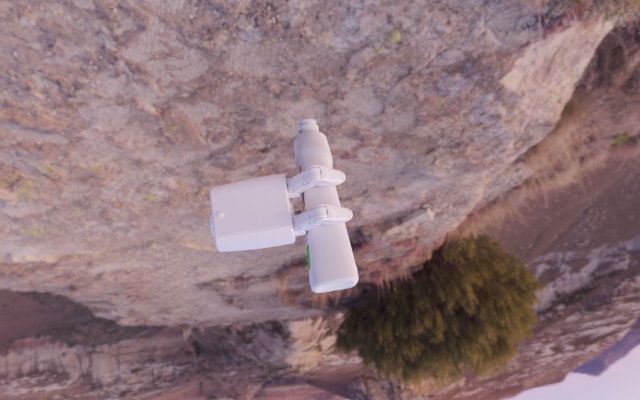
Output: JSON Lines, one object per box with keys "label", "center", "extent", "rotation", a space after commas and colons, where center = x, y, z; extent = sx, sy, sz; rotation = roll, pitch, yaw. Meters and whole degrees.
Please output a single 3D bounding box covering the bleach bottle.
{"label": "bleach bottle", "center": [0.000, 0.002, 0.701], "extent": [0.068, 0.250, 0.102], "rotation": [-9, -17, -3]}
